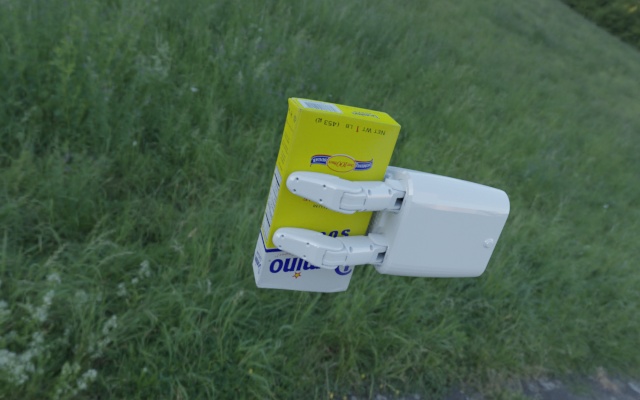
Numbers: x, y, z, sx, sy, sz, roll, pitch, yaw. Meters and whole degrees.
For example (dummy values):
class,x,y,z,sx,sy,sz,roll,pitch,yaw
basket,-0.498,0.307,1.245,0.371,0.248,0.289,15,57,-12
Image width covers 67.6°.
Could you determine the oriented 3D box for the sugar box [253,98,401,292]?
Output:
class,x,y,z,sx,sy,sz,roll,pitch,yaw
sugar box,0.000,0.002,0.436,0.093,0.176,0.048,6,23,-18
